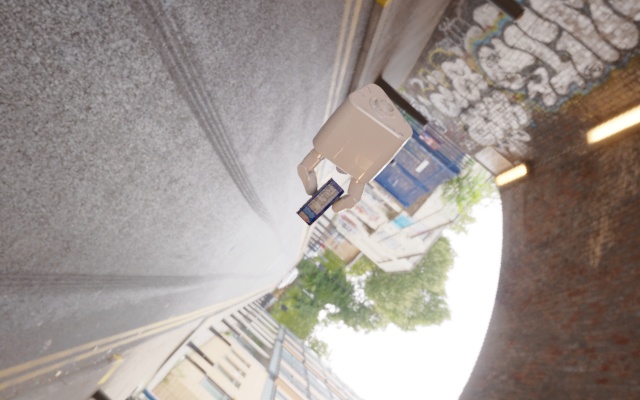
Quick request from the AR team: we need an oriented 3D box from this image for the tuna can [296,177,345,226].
[{"bbox_3d":[0.000,0.003,0.798,0.086,0.034,0.086,-45,0,0],"label":"tuna can"}]
